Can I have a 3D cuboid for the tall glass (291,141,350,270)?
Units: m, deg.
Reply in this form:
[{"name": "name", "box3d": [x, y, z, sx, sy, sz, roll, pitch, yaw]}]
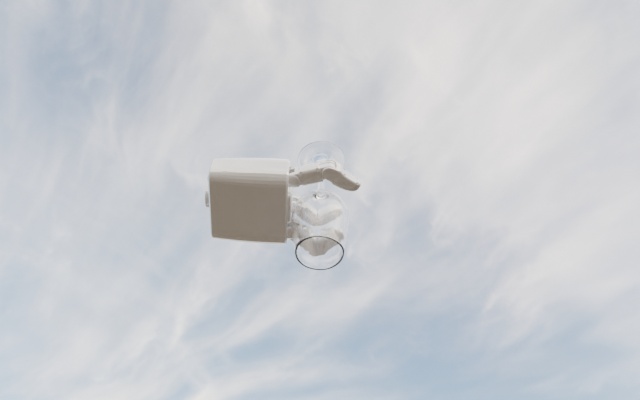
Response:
[{"name": "tall glass", "box3d": [0.000, 0.002, 0.668, 0.079, 0.079, 0.200, 0, 40, 1]}]
